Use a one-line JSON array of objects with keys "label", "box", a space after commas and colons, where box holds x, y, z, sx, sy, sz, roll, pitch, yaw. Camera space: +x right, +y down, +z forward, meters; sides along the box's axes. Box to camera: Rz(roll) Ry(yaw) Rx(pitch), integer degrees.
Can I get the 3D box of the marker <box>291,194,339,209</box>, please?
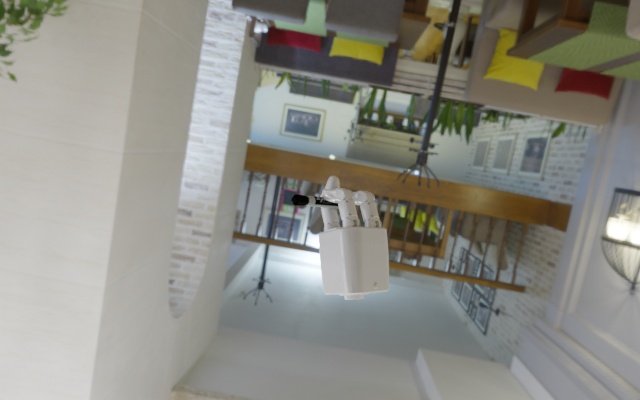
[{"label": "marker", "box": [0.000, 0.003, 0.813, 0.121, 0.020, 0.020, 5, -4, -42]}]
